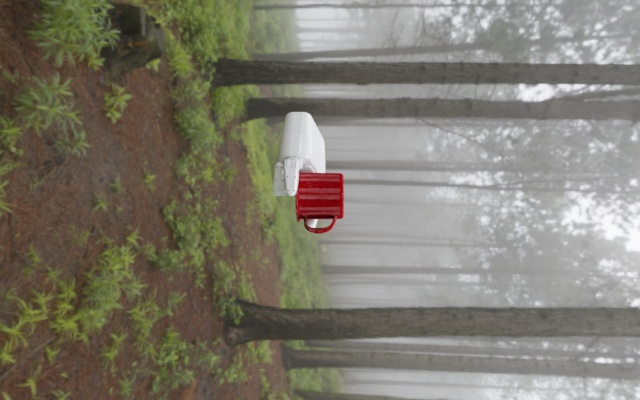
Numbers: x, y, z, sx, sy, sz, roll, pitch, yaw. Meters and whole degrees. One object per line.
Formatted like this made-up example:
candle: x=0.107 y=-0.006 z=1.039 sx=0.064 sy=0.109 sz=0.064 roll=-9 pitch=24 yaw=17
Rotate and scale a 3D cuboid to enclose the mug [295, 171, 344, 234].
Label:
mug: x=0.000 y=0.004 z=0.834 sx=0.081 sy=0.117 sz=0.093 roll=0 pitch=-30 yaw=3
